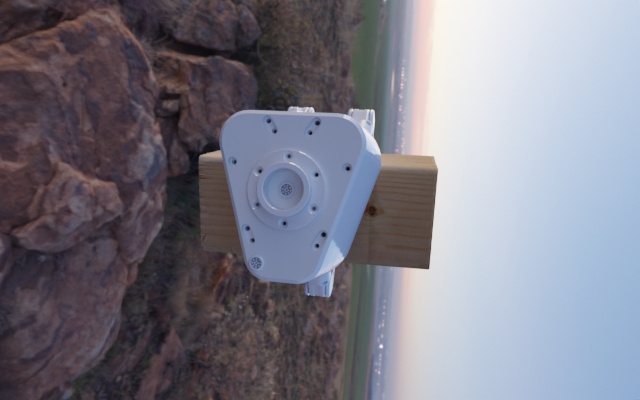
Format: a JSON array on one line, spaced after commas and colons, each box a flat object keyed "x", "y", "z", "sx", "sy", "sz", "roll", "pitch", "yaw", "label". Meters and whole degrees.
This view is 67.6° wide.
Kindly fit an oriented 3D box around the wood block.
[{"x": 0.000, "y": 0.002, "z": 0.452, "sx": 0.206, "sy": 0.091, "sz": 0.090, "roll": 4, "pitch": 13, "yaw": 10, "label": "wood block"}]
